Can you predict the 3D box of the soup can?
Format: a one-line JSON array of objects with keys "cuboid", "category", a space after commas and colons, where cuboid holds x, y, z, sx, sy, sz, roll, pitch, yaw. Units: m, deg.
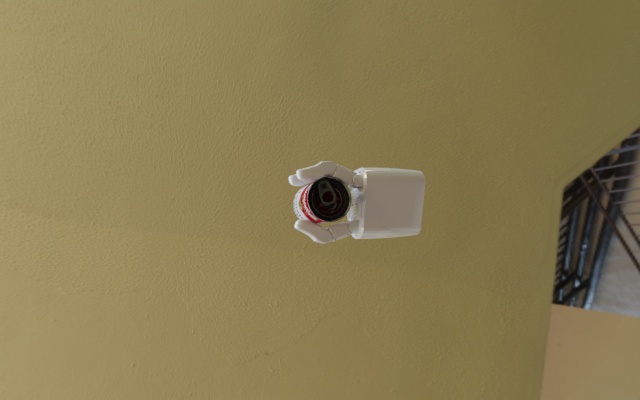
[{"cuboid": [0.000, 0.003, 0.745, 0.068, 0.068, 0.102, 0, -6, -16], "category": "soup can"}]
